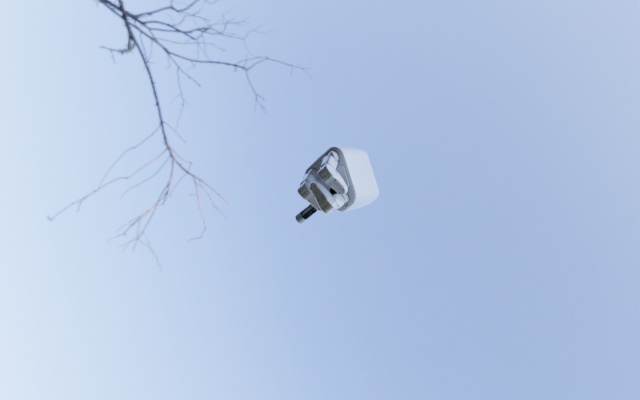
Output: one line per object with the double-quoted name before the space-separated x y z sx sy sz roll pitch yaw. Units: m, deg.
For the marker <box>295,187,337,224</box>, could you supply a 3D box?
"marker" 0.000 0.003 0.866 0.121 0.020 0.020 -39 -22 30
